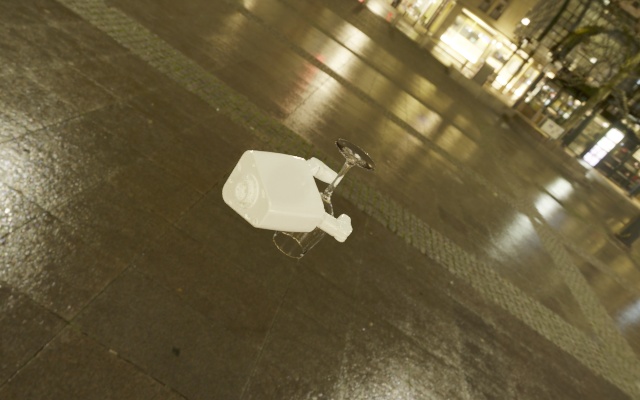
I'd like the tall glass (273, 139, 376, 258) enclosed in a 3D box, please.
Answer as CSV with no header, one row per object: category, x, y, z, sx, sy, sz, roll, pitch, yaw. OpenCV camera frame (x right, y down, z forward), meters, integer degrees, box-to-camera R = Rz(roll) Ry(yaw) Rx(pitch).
tall glass,0.001,0.002,0.767,0.079,0.201,0.079,29,26,-15
